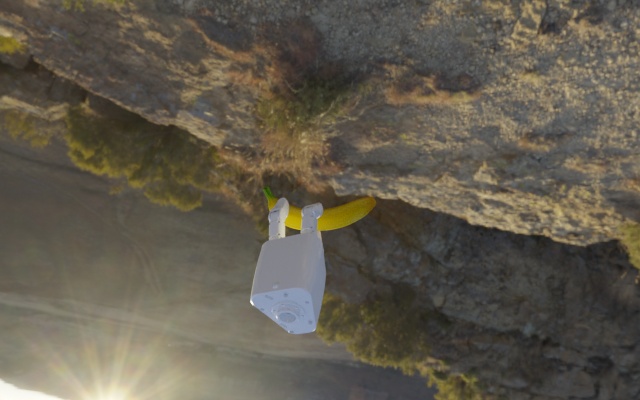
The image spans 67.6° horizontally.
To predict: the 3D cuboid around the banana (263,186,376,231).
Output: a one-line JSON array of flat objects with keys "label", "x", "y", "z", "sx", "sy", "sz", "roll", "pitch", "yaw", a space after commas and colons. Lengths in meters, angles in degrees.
[{"label": "banana", "x": -0.005, "y": 0.020, "z": 0.825, "sx": 0.198, "sy": 0.070, "sz": 0.037, "roll": 5, "pitch": 17, "yaw": 2}]
